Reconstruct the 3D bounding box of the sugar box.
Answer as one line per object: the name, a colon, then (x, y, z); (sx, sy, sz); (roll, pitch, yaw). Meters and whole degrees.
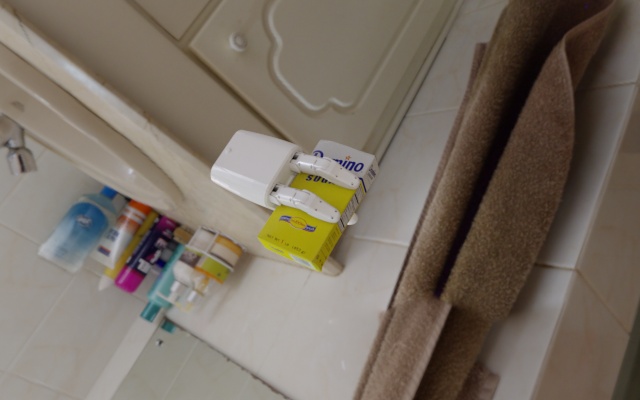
sugar box: (0.000, 0.002, 0.659); (0.093, 0.176, 0.048); (21, -20, 26)
